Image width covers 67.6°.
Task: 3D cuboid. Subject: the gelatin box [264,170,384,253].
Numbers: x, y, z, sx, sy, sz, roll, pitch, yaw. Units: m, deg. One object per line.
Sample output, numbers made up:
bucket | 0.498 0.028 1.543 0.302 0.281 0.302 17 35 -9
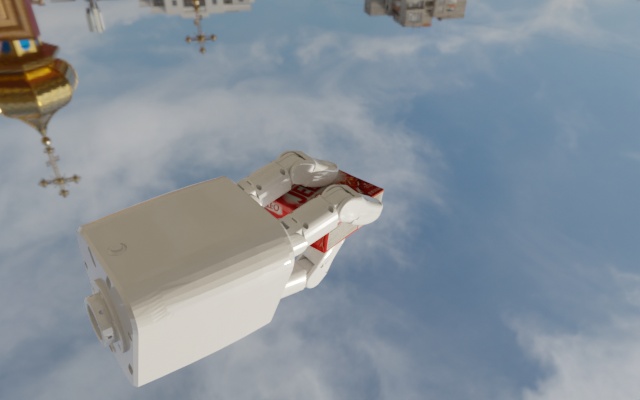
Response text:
gelatin box | 0.000 0.002 0.406 0.073 0.030 0.089 26 34 27
